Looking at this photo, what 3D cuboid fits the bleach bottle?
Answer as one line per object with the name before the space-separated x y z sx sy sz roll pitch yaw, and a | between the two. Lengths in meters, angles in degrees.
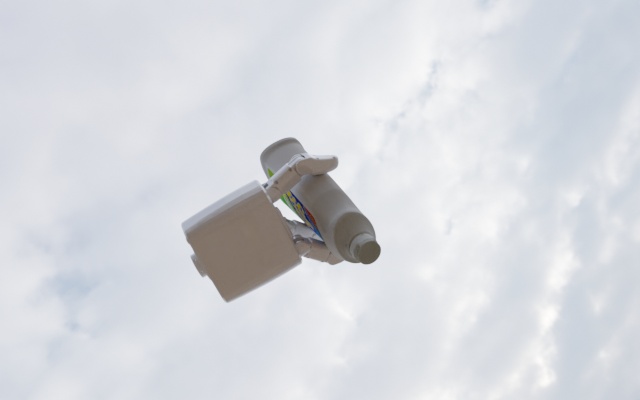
bleach bottle | 0.000 0.002 0.609 0.068 0.103 0.250 -30 32 -11
